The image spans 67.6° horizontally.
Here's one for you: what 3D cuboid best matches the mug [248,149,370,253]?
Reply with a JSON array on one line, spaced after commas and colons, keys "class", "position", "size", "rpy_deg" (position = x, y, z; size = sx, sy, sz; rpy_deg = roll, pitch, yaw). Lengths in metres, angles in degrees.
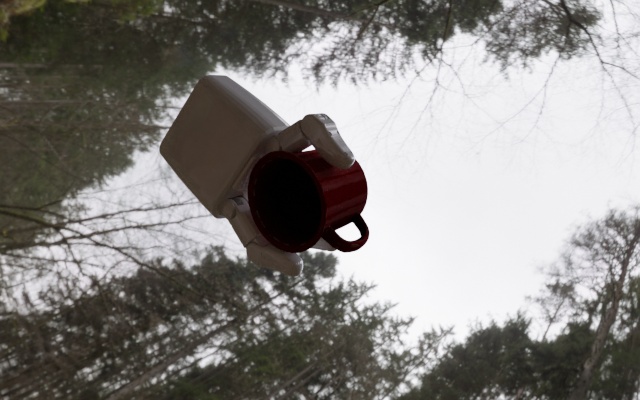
[{"class": "mug", "position": [0.001, 0.002, 0.449], "size": [0.117, 0.093, 0.081], "rpy_deg": [43, 35, 21]}]
